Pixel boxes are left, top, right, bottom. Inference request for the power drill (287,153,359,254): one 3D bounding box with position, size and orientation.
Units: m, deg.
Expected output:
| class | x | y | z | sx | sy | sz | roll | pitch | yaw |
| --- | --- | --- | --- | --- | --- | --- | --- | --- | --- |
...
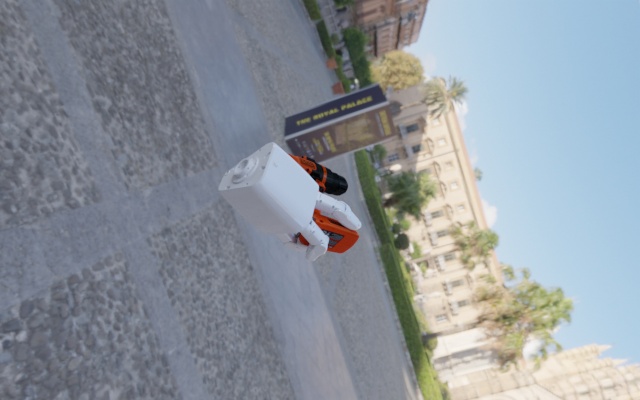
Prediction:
| class | x | y | z | sx | sy | sz | roll | pitch | yaw |
| --- | --- | --- | --- | --- | --- | --- | --- | --- | --- |
| power drill | 0.000 | 0.003 | 0.841 | 0.184 | 0.187 | 0.057 | 16 | -54 | -38 |
